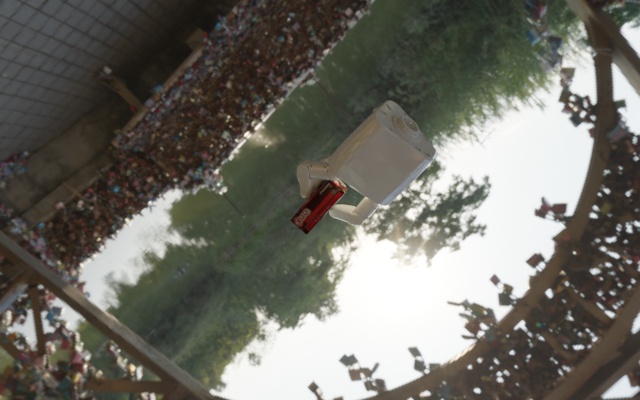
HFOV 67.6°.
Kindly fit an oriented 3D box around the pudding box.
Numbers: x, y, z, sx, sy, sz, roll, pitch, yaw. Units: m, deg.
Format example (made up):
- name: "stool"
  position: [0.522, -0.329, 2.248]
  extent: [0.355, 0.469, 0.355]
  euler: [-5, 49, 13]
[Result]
- name: "pudding box"
  position: [0.000, 0.003, 0.765]
  extent: [0.039, 0.090, 0.113]
  euler: [43, 8, 1]
